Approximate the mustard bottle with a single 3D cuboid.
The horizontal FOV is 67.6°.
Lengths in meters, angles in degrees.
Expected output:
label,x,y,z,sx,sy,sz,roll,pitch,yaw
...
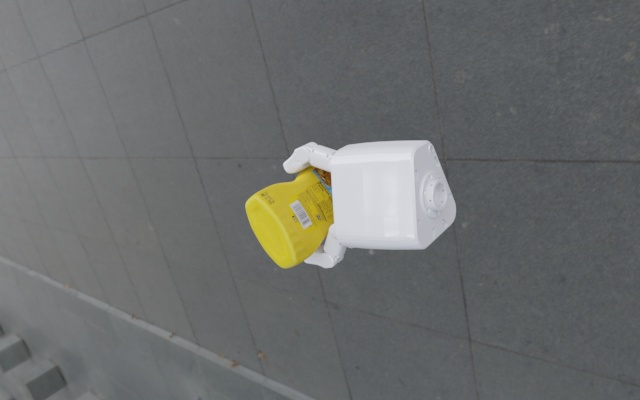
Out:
label,x,y,z,sx,sy,sz,roll,pitch,yaw
mustard bottle,0.000,0.002,0.613,0.191,0.096,0.058,-31,0,-43
